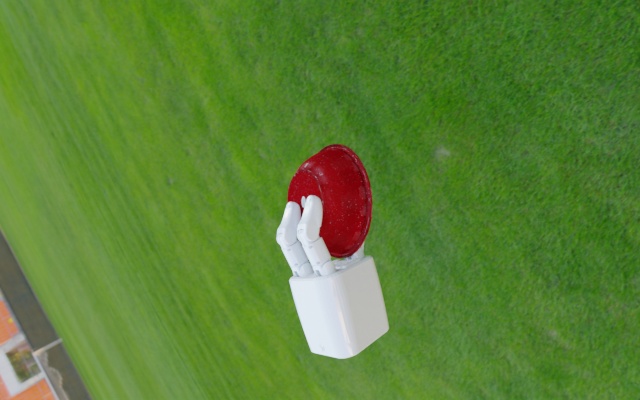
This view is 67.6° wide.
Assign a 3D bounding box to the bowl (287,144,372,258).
[{"bbox_3d":[-0.001,0.001,0.658,0.055,0.162,0.162,-3,1,-33],"label":"bowl"}]
